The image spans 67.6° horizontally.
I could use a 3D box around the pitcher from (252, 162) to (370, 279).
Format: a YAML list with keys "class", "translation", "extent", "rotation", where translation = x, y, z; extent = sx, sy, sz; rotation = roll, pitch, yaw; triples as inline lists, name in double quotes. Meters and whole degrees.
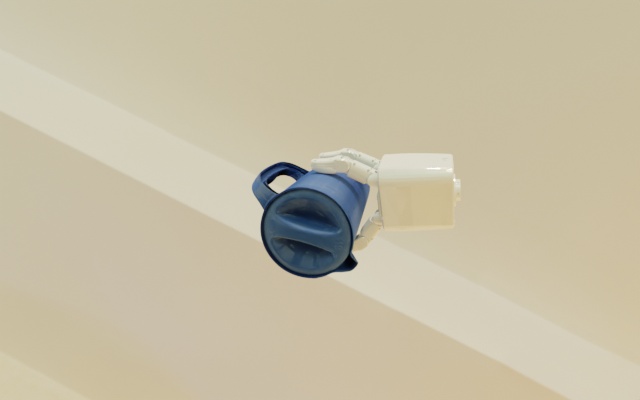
- class: "pitcher"
  translation: [0.000, 0.003, 0.750]
  extent: [0.145, 0.149, 0.242]
  rotation: [-4, 18, 16]
